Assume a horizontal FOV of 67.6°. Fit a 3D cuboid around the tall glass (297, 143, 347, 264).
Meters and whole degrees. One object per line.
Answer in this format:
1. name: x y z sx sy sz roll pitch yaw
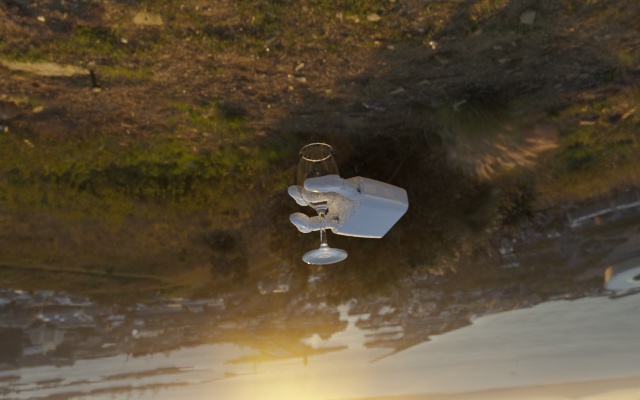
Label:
1. tall glass: 0.000 0.003 0.823 0.079 0.201 0.079 -4 -25 -2
